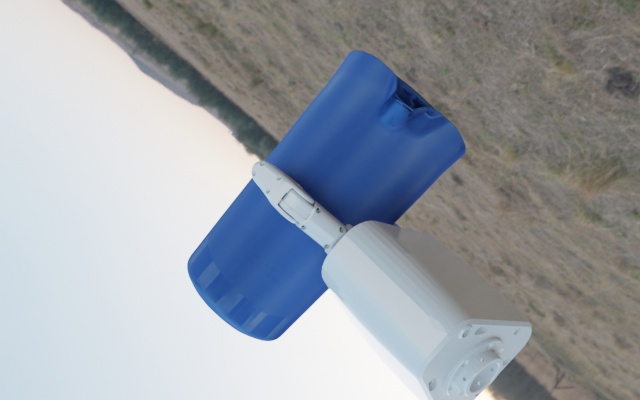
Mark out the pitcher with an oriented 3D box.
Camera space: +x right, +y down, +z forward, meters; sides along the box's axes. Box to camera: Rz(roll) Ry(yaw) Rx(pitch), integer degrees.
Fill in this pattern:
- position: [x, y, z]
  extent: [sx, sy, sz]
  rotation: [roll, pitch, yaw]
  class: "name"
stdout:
- position: [0.000, 0.001, 0.433]
  extent: [0.149, 0.243, 0.145]
  rotation: [40, 3, -45]
  class: "pitcher"
